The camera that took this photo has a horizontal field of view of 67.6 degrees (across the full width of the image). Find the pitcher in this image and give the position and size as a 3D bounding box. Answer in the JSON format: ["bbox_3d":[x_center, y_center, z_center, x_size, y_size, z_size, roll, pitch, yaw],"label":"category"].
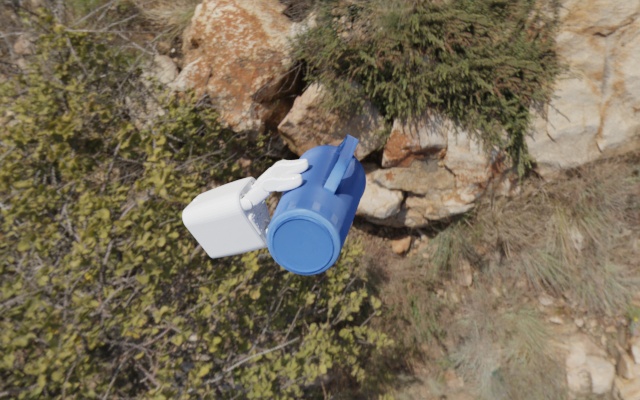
[{"bbox_3d":[0.000,0.003,0.761,0.145,0.149,0.242,-12,22,16],"label":"pitcher"}]
